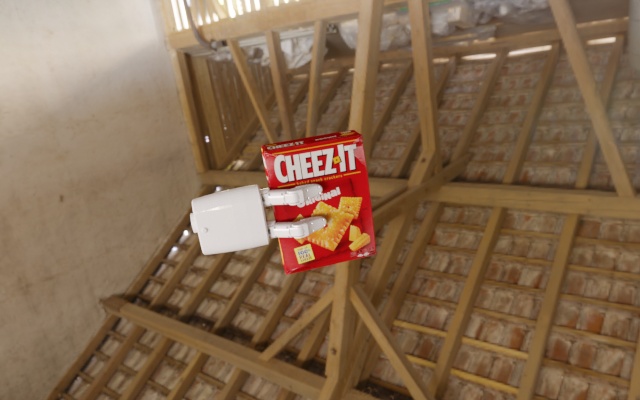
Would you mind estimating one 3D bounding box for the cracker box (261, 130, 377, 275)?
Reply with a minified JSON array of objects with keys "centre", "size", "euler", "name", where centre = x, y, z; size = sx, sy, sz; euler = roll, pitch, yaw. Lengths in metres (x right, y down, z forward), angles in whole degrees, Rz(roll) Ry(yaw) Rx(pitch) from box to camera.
[{"centre":[0.000,0.003,0.804],"size":[0.164,0.214,0.072],"euler":[-11,17,-8],"name":"cracker box"}]
